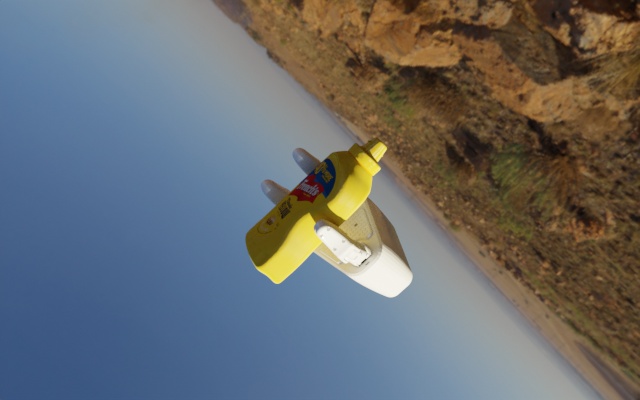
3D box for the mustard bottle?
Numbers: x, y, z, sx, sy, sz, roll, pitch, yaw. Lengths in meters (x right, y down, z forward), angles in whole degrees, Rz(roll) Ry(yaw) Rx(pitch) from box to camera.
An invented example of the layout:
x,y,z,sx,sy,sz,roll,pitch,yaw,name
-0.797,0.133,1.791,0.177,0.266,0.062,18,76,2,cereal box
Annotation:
x,y,z,sx,sy,sz,roll,pitch,yaw,name
0.000,0.002,0.542,0.058,0.191,0.096,43,8,-24,mustard bottle
